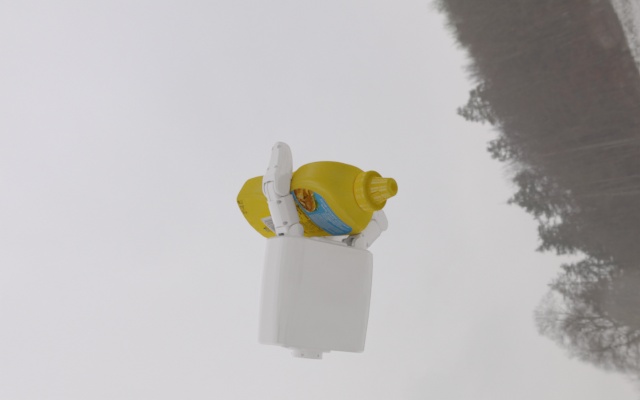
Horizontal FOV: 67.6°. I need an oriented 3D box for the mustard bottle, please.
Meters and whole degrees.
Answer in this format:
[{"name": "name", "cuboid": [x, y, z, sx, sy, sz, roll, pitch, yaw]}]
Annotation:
[{"name": "mustard bottle", "cuboid": [0.000, 0.001, 0.519, 0.191, 0.058, 0.096, -11, -48, 43]}]
